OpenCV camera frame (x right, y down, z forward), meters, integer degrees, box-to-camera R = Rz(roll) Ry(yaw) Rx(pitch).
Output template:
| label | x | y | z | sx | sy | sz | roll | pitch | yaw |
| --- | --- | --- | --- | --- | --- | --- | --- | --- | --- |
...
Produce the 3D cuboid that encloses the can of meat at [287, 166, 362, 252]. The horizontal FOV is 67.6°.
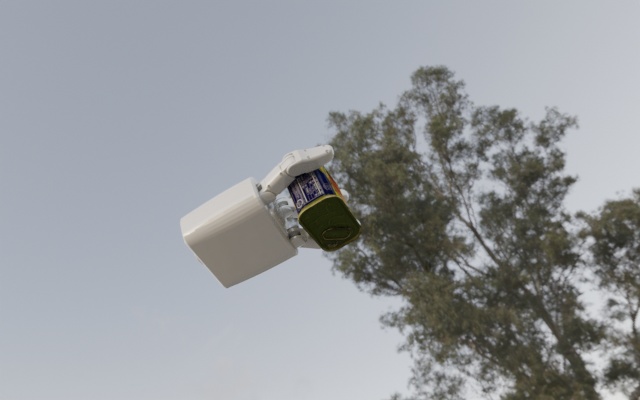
| label | x | y | z | sx | sy | sz | roll | pitch | yaw |
| --- | --- | --- | --- | --- | --- | --- | --- | --- | --- |
| can of meat | 0.000 | 0.002 | 0.596 | 0.057 | 0.084 | 0.102 | -31 | -40 | 6 |
